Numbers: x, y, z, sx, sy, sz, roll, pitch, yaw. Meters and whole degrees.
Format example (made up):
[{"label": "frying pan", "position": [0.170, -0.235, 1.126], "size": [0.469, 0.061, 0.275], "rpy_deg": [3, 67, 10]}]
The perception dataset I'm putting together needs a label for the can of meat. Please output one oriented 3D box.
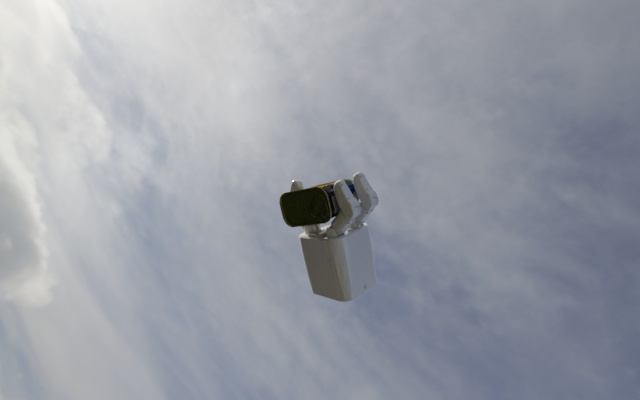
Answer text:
[{"label": "can of meat", "position": [0.000, 0.002, 0.770], "size": [0.102, 0.057, 0.084], "rpy_deg": [-10, 6, 41]}]
